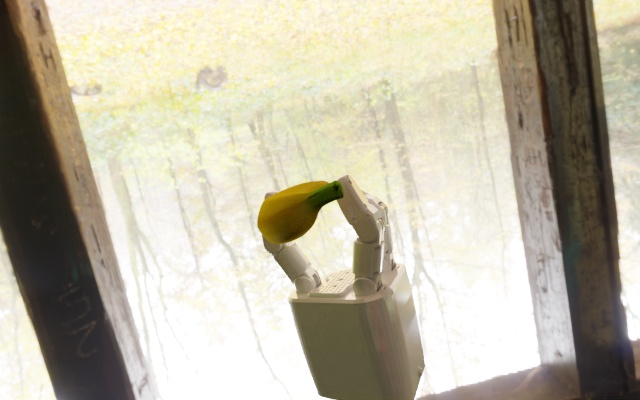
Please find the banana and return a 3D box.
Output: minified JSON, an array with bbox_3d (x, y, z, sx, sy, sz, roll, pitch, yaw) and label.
[{"bbox_3d":[-0.018,0.007,0.399,0.069,0.037,0.198,-18,4,-1],"label":"banana"}]
